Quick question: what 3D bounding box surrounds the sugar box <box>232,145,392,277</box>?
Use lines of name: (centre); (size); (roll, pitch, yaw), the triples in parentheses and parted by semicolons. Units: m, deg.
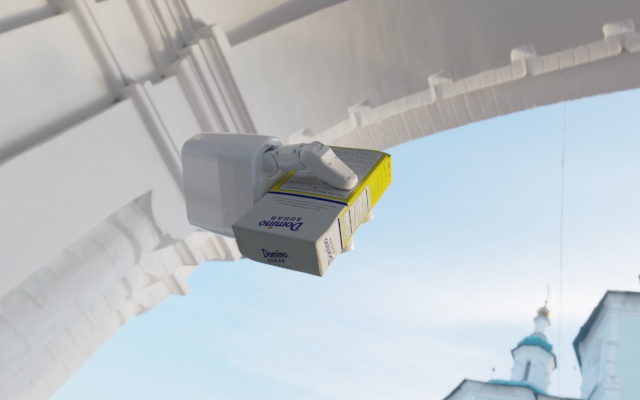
sugar box: (0.000, 0.002, 0.490); (0.093, 0.048, 0.176); (9, 38, 28)
